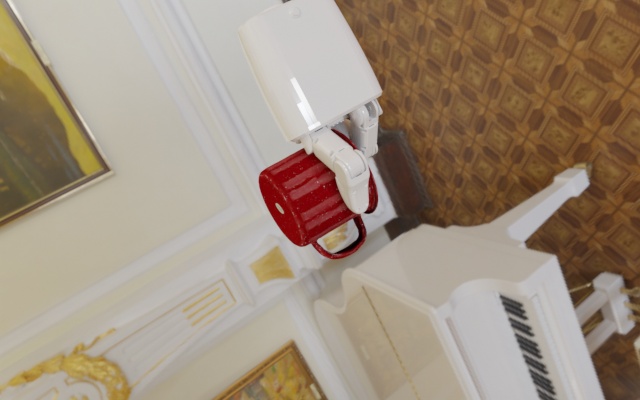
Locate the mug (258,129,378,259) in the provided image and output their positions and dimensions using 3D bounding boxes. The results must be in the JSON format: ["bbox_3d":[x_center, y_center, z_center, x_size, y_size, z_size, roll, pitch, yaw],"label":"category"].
[{"bbox_3d":[0.001,0.003,0.455,0.081,0.117,0.093,-30,8,-19],"label":"mug"}]
